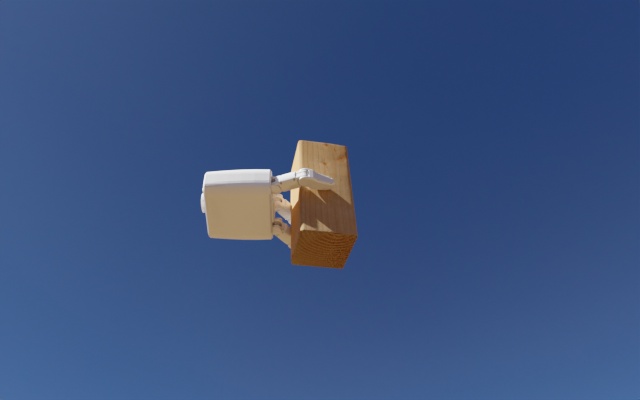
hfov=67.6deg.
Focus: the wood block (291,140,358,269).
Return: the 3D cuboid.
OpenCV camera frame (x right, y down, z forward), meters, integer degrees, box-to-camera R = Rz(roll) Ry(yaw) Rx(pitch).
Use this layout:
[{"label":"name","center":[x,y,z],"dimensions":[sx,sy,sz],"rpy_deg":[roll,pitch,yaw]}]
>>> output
[{"label":"wood block","center":[0.000,0.002,0.808],"dimensions":[0.090,0.206,0.091],"rpy_deg":[7,-43,-11]}]
